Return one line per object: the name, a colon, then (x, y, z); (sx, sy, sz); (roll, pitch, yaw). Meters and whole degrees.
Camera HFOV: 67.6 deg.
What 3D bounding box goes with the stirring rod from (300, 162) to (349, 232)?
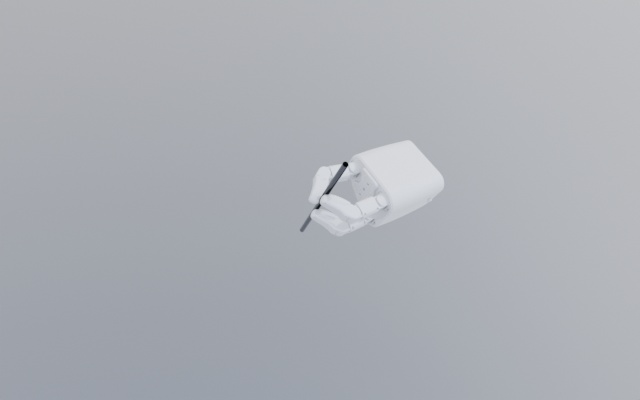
stirring rod: (0.000, 0.002, 0.707); (0.011, 0.011, 0.240); (0, -23, -17)
